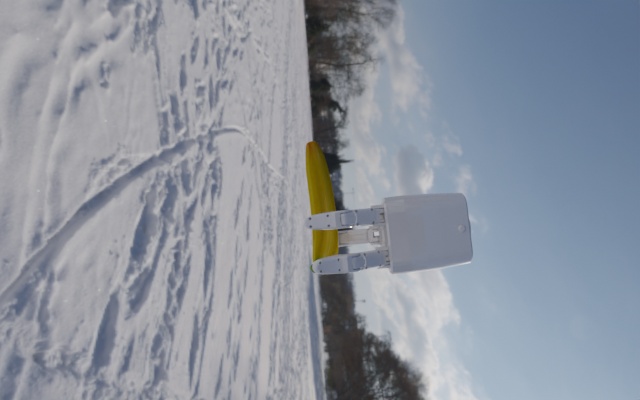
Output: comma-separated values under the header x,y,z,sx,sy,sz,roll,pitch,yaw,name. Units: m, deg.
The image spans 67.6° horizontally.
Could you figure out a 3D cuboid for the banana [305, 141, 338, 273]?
x,y,z,sx,sy,sz,roll,pitch,yaw,name
0.002,0.014,0.659,0.037,0.197,0.070,-7,-28,4,banana
